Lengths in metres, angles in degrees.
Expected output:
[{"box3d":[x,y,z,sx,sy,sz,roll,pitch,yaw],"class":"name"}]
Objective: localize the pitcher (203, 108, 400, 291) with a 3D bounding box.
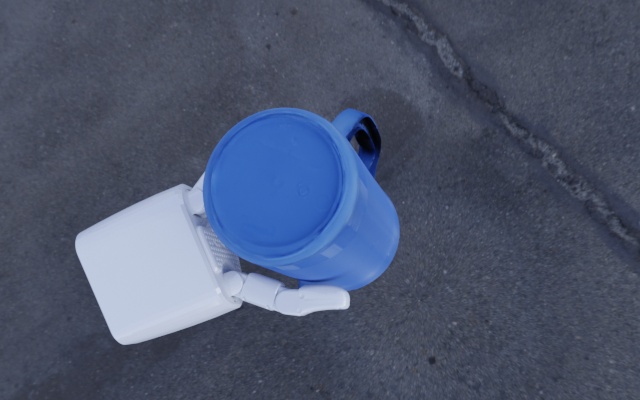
[{"box3d":[0.000,0.002,0.422,0.145,0.149,0.243,-21,-15,7],"class":"pitcher"}]
